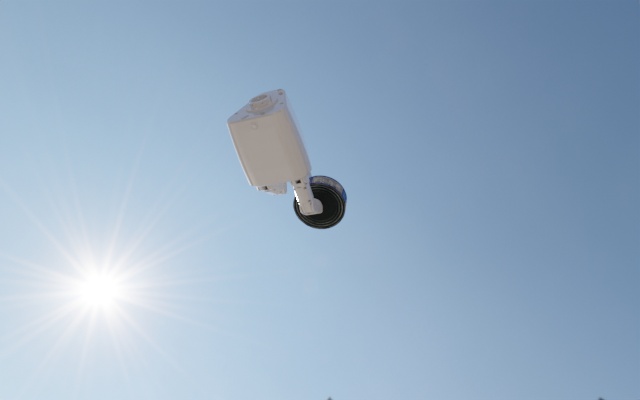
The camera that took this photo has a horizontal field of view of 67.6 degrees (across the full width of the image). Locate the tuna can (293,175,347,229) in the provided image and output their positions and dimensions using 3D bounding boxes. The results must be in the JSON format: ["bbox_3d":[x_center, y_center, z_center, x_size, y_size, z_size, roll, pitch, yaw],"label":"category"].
[{"bbox_3d":[0.000,0.002,0.782,0.086,0.086,0.033,0,30,10],"label":"tuna can"}]
